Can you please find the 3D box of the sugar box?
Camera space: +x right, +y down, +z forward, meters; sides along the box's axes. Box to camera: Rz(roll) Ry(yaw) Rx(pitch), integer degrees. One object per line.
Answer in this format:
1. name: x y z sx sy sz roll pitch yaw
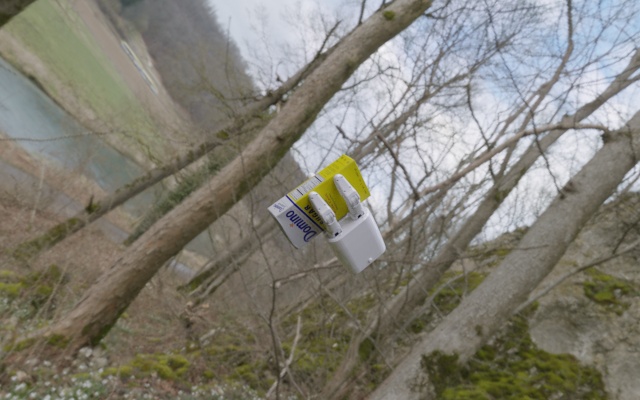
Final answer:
1. sugar box: 0.001 0.003 0.874 0.176 0.093 0.048 -38 37 -10
